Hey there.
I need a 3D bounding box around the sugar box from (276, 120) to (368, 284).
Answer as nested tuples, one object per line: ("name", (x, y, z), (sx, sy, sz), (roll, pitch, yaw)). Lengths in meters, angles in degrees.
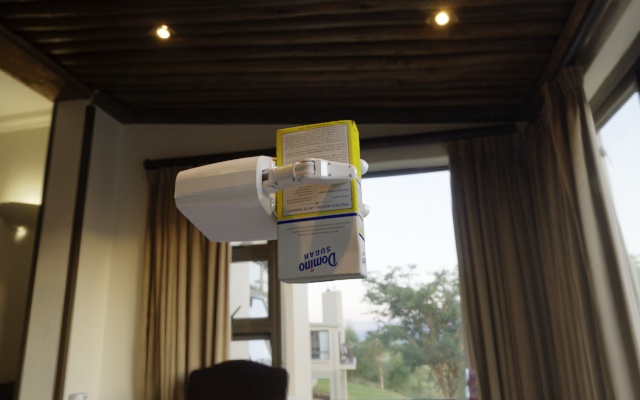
("sugar box", (0.000, 0.002, 0.534), (0.093, 0.176, 0.048), (-6, -16, 15))
